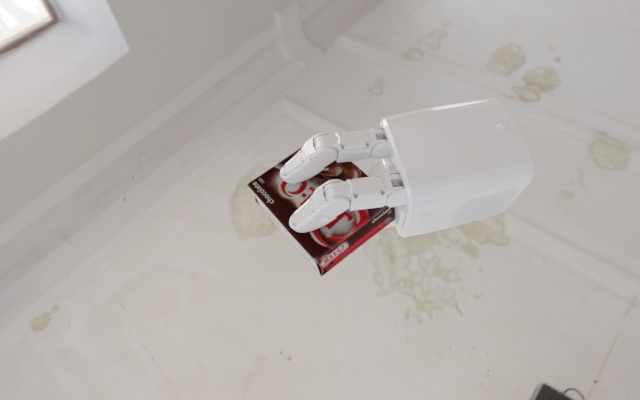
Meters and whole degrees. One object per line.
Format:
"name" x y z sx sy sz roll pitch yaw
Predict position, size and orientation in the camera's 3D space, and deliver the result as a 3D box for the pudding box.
"pudding box" 0.000 0.002 0.447 0.090 0.039 0.113 -36 55 -16
